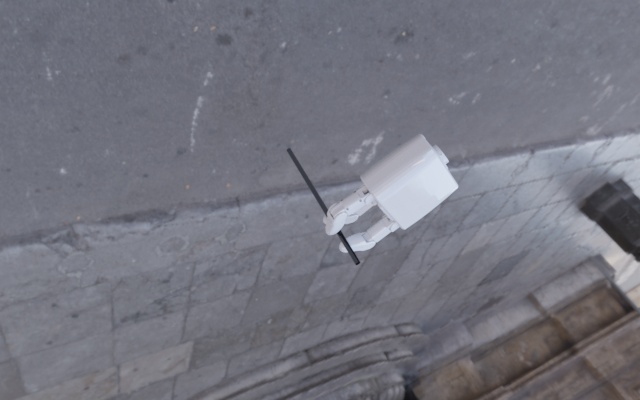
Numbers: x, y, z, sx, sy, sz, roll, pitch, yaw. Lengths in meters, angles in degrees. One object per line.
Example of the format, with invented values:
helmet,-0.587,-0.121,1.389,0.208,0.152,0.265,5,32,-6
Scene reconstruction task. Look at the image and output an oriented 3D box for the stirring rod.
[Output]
stirring rod,0.000,0.002,0.752,0.011,0.239,0.011,-23,-31,-15
